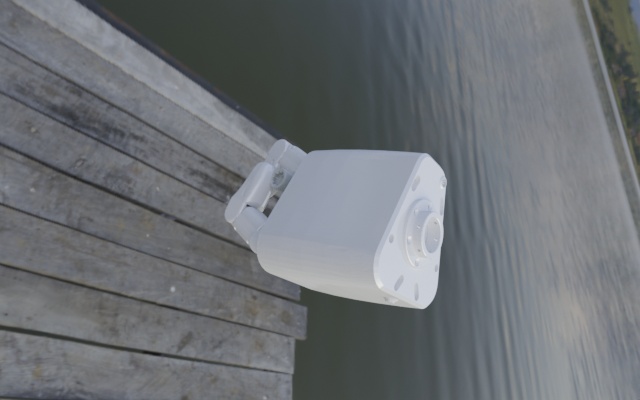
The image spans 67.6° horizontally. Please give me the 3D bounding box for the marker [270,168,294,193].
[{"bbox_3d":[0.000,0.001,0.441,0.020,0.020,0.121,0,-20,39],"label":"marker"}]
